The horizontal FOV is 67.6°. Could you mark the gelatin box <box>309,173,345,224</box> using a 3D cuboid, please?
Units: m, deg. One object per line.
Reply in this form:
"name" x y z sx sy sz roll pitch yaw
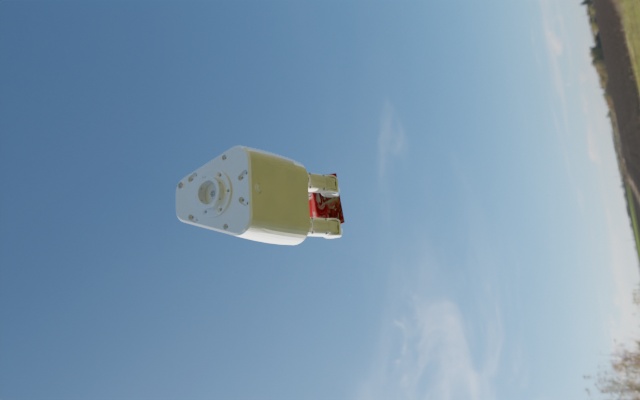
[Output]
"gelatin box" 0.000 0.002 0.653 0.030 0.073 0.089 -9 1 25
